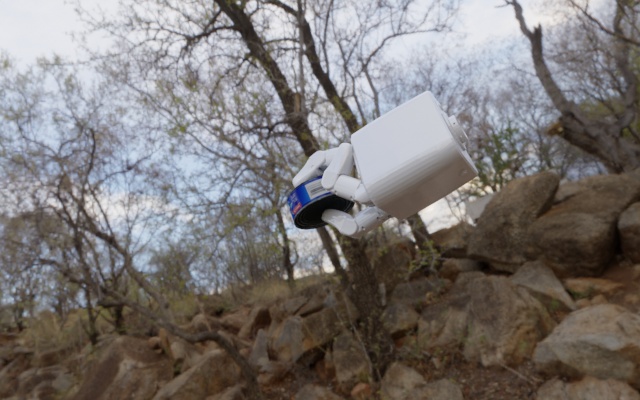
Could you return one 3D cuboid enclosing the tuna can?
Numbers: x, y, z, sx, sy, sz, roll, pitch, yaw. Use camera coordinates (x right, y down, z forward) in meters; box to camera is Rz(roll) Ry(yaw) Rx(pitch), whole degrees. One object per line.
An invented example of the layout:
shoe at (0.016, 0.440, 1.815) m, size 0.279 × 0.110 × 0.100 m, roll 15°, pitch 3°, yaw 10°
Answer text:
tuna can at (0.000, 0.002, 0.625) m, size 0.086 × 0.033 × 0.086 m, roll -19°, pitch -25°, yaw -10°
